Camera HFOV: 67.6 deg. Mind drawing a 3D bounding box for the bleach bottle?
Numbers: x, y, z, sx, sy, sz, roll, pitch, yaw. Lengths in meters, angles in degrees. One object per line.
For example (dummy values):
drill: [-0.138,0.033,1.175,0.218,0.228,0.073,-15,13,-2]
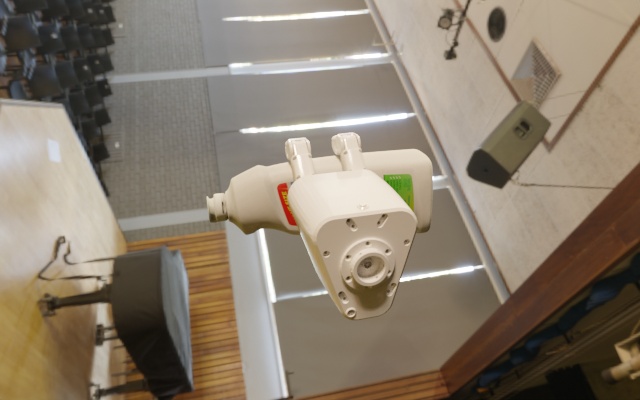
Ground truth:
bleach bottle: [0.000,0.002,0.547,0.251,0.103,0.068,-7,23,-11]
